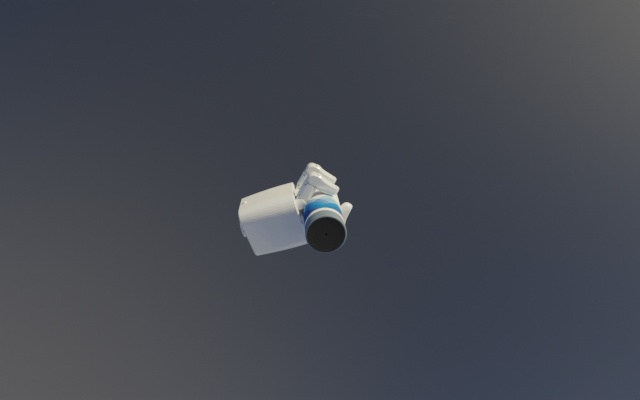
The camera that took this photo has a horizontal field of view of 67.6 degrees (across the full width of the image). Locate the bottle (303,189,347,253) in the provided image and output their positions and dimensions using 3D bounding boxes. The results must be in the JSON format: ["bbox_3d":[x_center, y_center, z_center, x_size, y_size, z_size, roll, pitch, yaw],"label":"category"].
[{"bbox_3d":[0.000,0.003,0.896,0.069,0.069,0.295,0,21,-4],"label":"bottle"}]
